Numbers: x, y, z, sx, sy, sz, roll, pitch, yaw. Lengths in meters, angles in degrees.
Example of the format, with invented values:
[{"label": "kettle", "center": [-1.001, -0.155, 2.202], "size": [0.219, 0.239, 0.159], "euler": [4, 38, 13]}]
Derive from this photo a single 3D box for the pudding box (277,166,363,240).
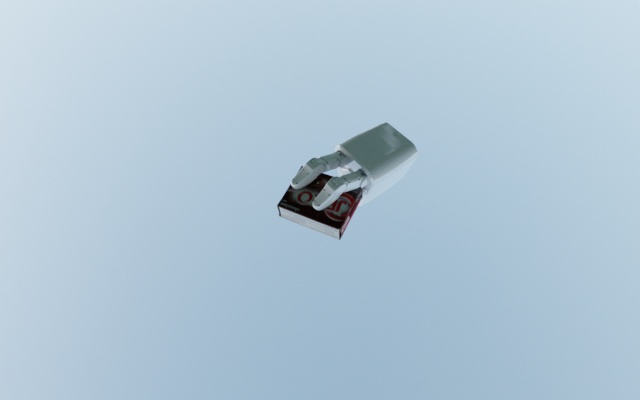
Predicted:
[{"label": "pudding box", "center": [0.000, 0.003, 0.770], "size": [0.113, 0.090, 0.039], "euler": [19, -33, 17]}]
